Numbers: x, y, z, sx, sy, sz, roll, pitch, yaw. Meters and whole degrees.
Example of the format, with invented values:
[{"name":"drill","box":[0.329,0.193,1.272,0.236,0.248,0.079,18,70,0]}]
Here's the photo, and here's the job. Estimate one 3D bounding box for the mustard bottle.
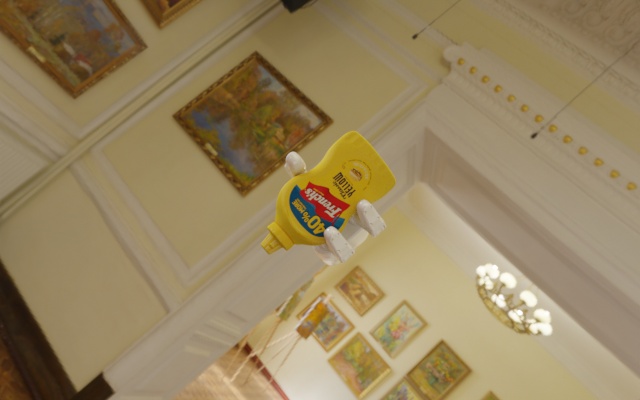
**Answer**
[{"name":"mustard bottle","box":[0.000,0.002,0.628,0.191,0.096,0.058,-40,7,-8]}]
